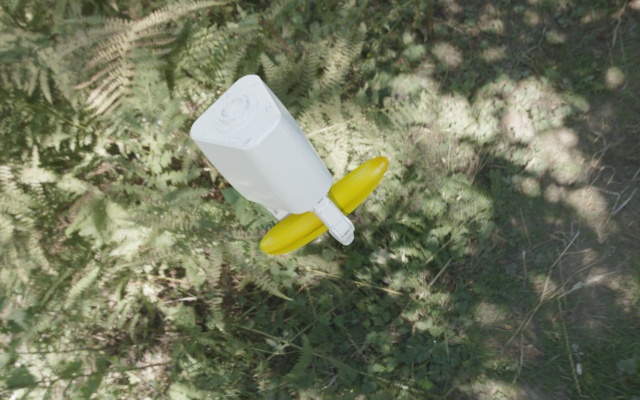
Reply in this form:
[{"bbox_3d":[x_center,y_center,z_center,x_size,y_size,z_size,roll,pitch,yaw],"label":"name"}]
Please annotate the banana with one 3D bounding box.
[{"bbox_3d":[-0.002,0.011,0.562,0.198,0.037,0.069,-34,22,12],"label":"banana"}]
